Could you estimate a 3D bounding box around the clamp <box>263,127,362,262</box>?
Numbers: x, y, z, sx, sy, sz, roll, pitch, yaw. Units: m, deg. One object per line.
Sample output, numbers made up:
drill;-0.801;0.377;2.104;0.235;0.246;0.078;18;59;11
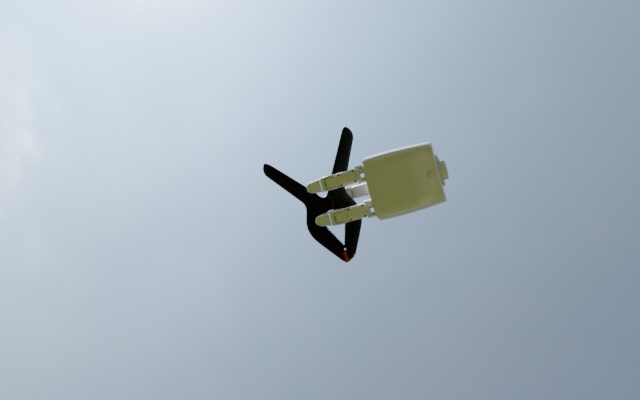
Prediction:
clamp;0.001;0.003;0.785;0.164;0.210;0.036;-15;2;20
